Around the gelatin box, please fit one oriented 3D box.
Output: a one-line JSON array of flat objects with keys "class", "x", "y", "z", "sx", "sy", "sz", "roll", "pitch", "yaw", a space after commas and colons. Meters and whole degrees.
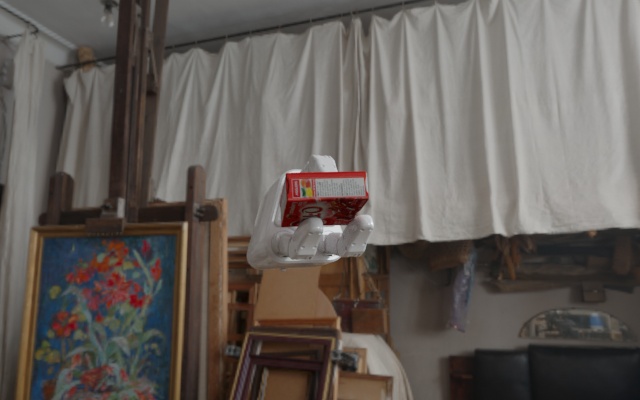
[{"class": "gelatin box", "x": 0.000, "y": 0.001, "z": 0.455, "sx": 0.073, "sy": 0.030, "sz": 0.089, "roll": -1, "pitch": -19, "yaw": -9}]
